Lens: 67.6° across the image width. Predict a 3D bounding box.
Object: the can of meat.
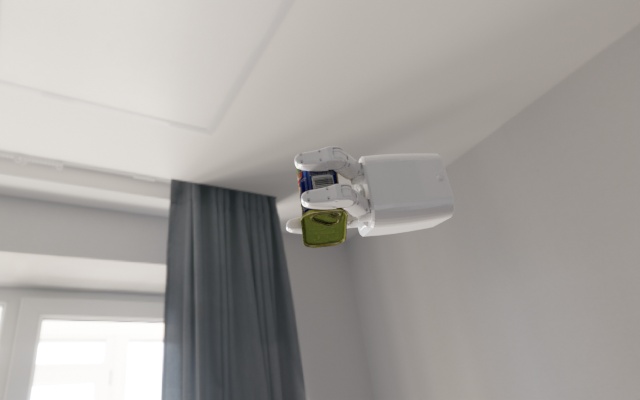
[{"bbox_3d":[0.000,0.002,0.619,0.057,0.084,0.102,-7,-29,-2],"label":"can of meat"}]
